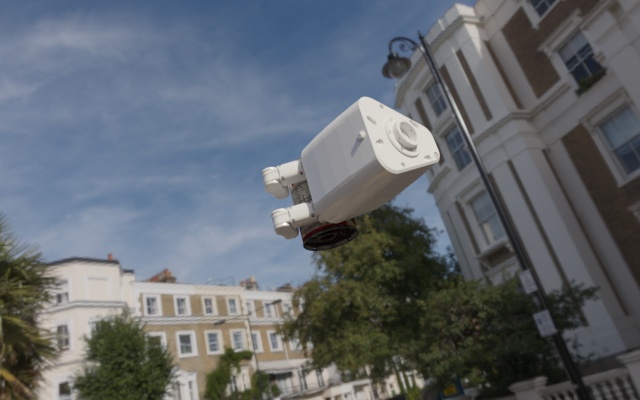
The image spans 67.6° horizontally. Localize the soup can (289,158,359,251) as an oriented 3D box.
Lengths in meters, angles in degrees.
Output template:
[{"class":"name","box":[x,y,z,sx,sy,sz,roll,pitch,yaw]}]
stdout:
[{"class":"soup can","box":[0.000,0.002,0.583,0.068,0.102,0.068,-13,-24,-6]}]
